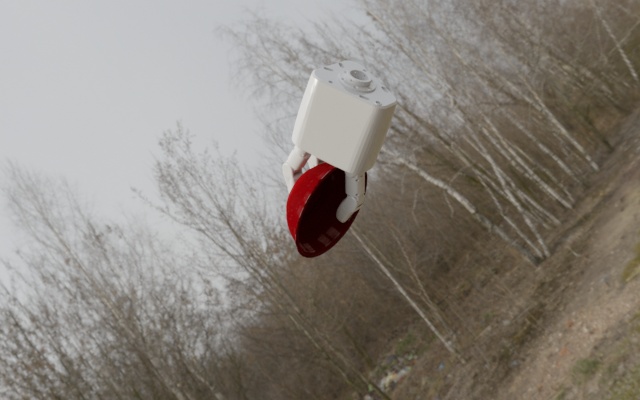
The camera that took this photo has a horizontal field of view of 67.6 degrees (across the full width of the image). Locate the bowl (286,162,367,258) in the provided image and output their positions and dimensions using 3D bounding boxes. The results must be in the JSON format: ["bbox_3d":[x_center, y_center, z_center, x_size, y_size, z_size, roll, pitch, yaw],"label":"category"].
[{"bbox_3d":[-0.001,0.003,0.708,0.055,0.162,0.162,30,16,29],"label":"bowl"}]
